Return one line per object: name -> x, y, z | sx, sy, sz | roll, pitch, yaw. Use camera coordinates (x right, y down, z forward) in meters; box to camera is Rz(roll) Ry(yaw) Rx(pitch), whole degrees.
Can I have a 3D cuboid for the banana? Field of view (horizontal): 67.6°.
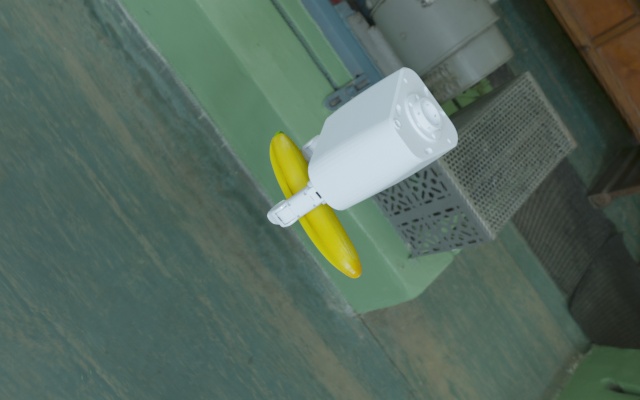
banana -> -0.009, 0.000, 0.531 | 0.037, 0.197, 0.069 | -31, -9, 21
